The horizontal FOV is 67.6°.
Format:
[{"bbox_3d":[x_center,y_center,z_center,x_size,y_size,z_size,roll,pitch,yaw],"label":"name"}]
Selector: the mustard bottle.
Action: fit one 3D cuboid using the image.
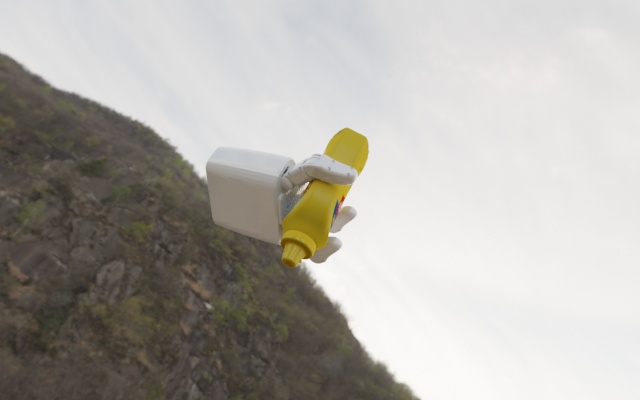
[{"bbox_3d":[0.001,0.002,0.590,0.058,0.191,0.096,28,-36,1],"label":"mustard bottle"}]
